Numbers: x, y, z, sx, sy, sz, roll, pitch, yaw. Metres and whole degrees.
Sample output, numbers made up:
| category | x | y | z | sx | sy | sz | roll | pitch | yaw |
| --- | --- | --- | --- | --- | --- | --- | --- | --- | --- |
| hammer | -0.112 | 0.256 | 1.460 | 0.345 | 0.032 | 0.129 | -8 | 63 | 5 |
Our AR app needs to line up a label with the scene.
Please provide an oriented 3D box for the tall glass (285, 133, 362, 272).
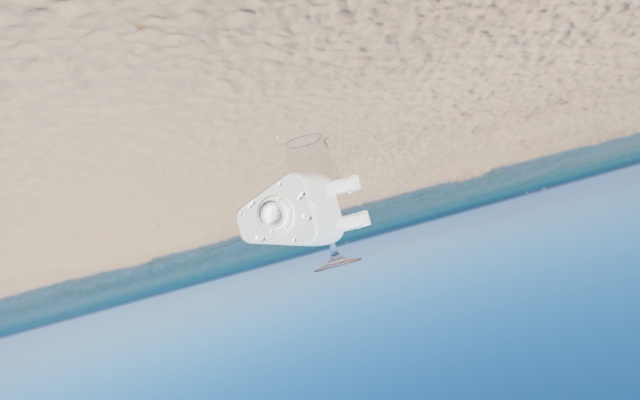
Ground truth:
| category | x | y | z | sx | sy | sz | roll | pitch | yaw |
| --- | --- | --- | --- | --- | --- | --- | --- | --- | --- |
| tall glass | 0.000 | 0.003 | 0.728 | 0.079 | 0.201 | 0.079 | -15 | -6 | -2 |
